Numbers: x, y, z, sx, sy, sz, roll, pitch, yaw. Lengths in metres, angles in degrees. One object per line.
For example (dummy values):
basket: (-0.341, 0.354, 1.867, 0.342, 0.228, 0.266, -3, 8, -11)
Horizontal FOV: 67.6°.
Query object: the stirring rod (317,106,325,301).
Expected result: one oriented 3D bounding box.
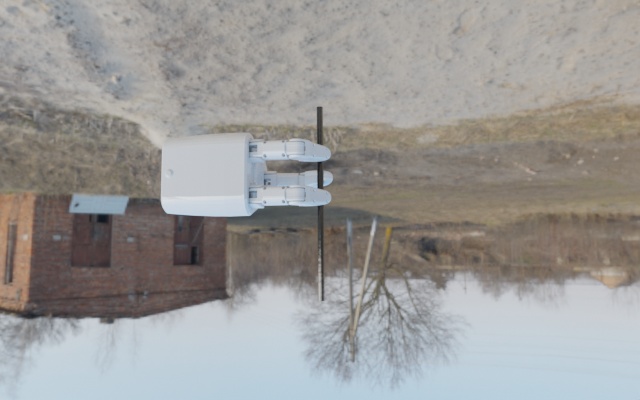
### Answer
stirring rod: (0.000, 0.002, 0.591, 0.011, 0.239, 0.011, -1, -6, 0)
